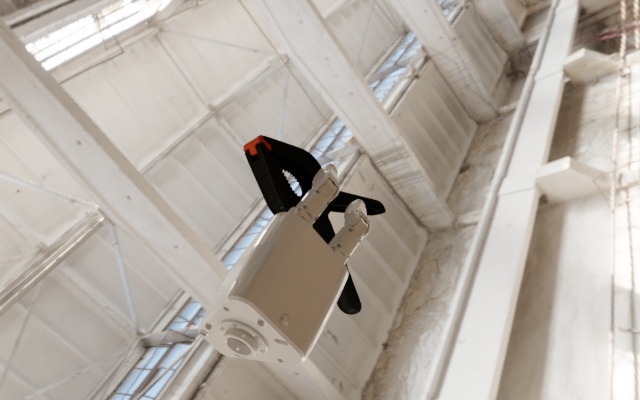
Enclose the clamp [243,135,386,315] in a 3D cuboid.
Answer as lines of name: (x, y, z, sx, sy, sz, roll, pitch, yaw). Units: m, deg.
clamp: (-0.001, 0.002, 0.537, 0.036, 0.210, 0.164, -24, 25, 38)
